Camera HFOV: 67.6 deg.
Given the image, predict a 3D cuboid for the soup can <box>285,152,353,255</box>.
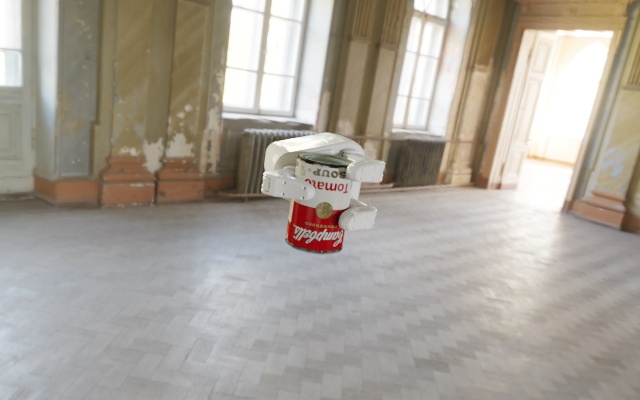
[{"bbox_3d":[0.000,0.002,0.542,0.068,0.102,0.068,8,14,-2],"label":"soup can"}]
